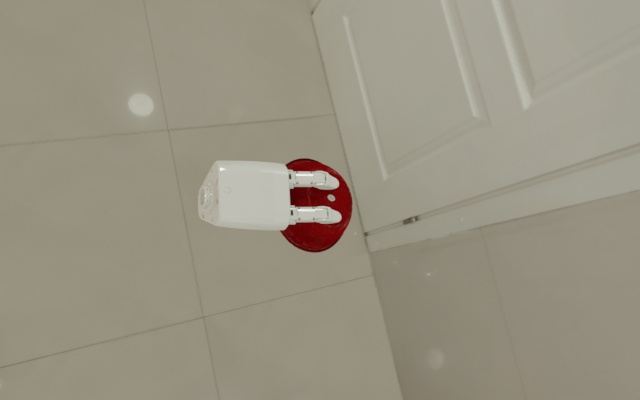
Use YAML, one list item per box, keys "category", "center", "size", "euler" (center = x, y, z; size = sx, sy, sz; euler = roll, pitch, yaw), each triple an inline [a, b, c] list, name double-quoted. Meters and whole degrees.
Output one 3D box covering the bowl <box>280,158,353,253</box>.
- category: "bowl"
  center: [0.001, 0.002, 0.784]
  size: [0.162, 0.162, 0.055]
  euler: [0, -11, -39]
